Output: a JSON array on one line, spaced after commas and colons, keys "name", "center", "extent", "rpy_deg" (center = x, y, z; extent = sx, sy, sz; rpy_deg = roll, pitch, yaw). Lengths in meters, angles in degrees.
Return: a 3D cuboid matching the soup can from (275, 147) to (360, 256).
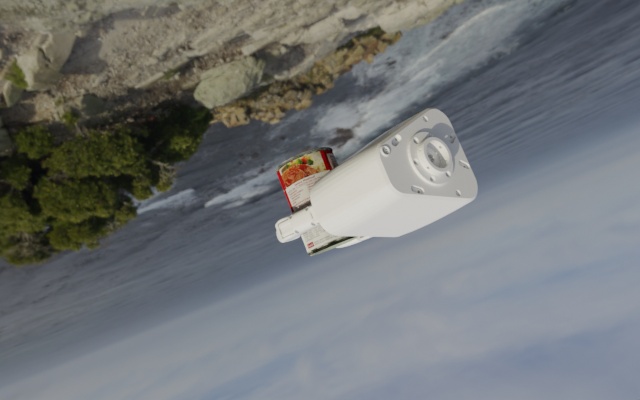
[{"name": "soup can", "center": [0.000, 0.002, 0.523], "extent": [0.068, 0.102, 0.068], "rpy_deg": [-21, -8, -3]}]
